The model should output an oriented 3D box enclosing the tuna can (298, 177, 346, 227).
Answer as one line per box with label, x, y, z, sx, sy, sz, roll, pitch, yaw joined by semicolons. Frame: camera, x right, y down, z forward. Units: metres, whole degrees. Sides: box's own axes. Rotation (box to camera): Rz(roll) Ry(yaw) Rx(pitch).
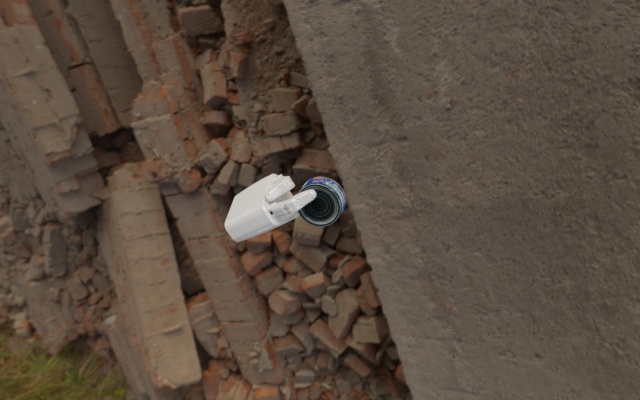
tuna can;0.000;0.003;0.854;0.086;0.086;0.033;0;23;17
